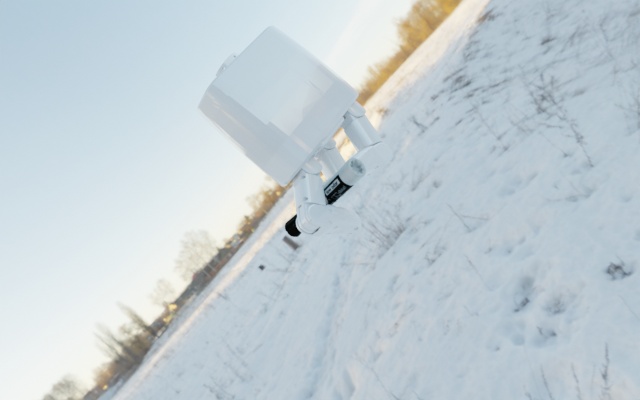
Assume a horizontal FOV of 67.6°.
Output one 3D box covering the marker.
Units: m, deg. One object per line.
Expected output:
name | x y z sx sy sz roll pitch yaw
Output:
marker | 0.000 0.001 0.440 0.020 0.020 0.121 0 -29 -35
